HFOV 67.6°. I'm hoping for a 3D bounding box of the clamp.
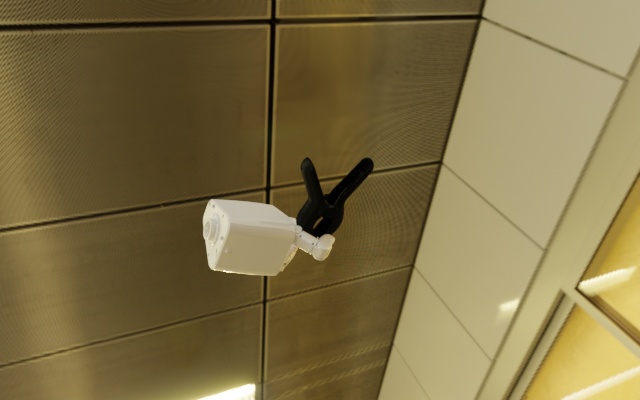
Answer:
[{"bbox_3d":[0.000,0.002,0.721,0.120,0.171,0.039,9,29,-31],"label":"clamp"}]
